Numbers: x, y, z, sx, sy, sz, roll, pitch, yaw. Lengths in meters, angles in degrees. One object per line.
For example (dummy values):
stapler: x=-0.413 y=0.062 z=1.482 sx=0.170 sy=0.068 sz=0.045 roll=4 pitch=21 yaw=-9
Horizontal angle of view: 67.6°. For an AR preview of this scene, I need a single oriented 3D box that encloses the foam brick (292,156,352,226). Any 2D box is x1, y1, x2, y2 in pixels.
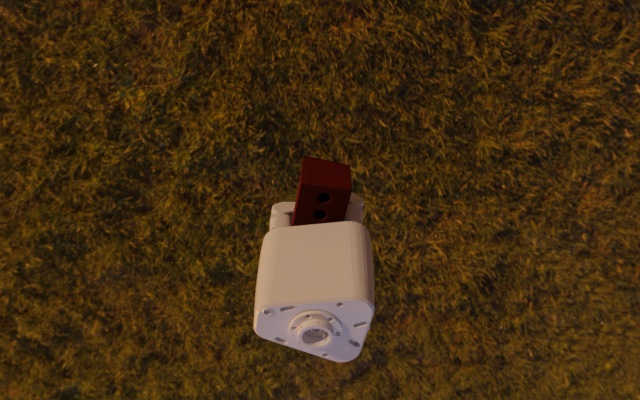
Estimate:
foam brick: x=0.000 y=0.001 z=0.512 sx=0.053 sy=0.078 sz=0.051 roll=9 pitch=35 yaw=-5
